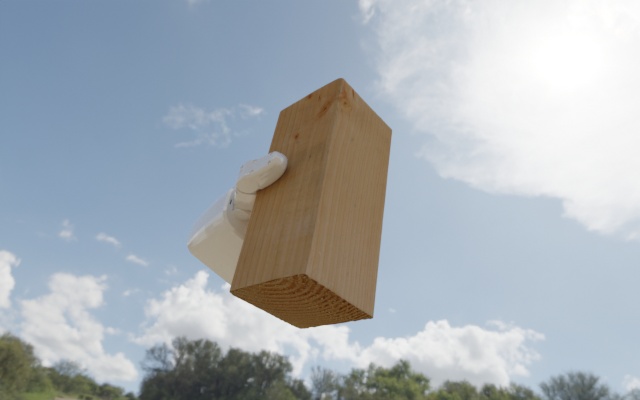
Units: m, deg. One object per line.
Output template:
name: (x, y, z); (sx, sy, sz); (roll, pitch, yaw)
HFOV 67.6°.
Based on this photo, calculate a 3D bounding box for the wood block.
wood block: (0.000, 0.001, 0.446); (0.090, 0.206, 0.091); (-20, -43, 38)
